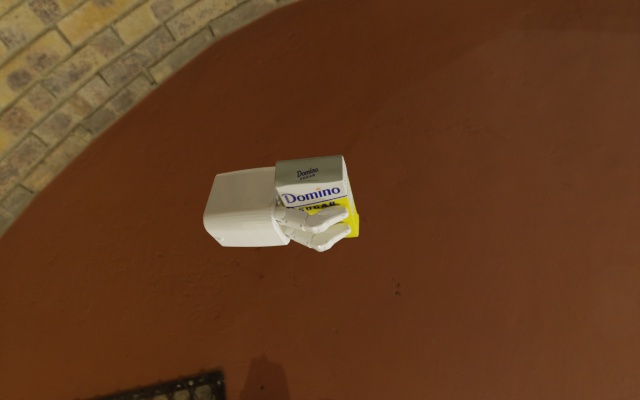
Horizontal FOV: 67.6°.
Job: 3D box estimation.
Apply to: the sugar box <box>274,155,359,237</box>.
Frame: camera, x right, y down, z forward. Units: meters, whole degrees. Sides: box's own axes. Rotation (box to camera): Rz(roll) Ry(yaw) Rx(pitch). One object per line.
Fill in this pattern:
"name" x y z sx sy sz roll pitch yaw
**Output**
"sugar box" 0.000 0.003 0.691 0.093 0.048 0.176 -5 -27 10
